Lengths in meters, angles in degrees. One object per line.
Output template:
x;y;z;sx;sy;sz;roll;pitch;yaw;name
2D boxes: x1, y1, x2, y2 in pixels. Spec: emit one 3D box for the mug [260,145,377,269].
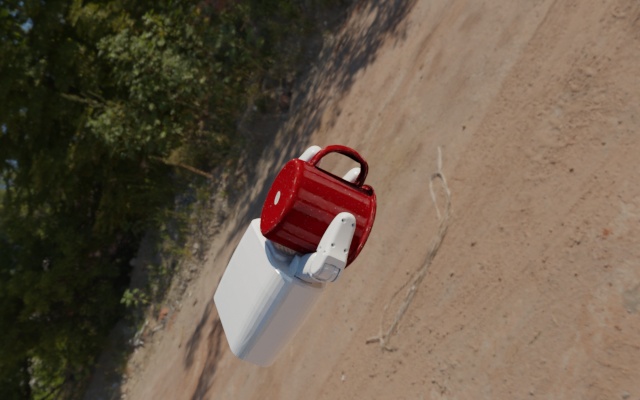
0.001;0.000;0.454;0.081;0.117;0.093;24;16;-20;mug
